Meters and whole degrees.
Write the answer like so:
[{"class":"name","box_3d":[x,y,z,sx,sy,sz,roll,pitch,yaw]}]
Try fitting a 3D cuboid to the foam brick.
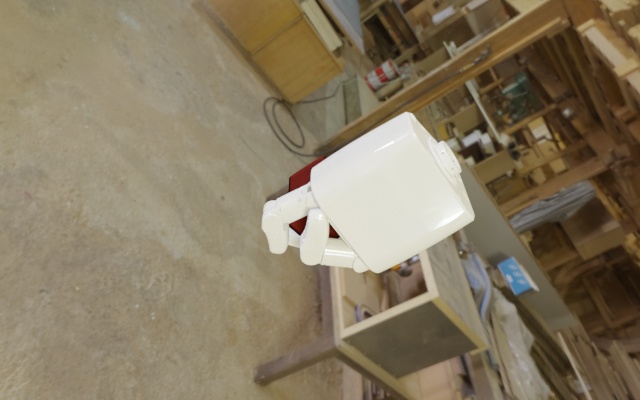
[{"class":"foam brick","box_3d":[0.000,0.001,0.505,0.051,0.078,0.053,-32,-57,24]}]
